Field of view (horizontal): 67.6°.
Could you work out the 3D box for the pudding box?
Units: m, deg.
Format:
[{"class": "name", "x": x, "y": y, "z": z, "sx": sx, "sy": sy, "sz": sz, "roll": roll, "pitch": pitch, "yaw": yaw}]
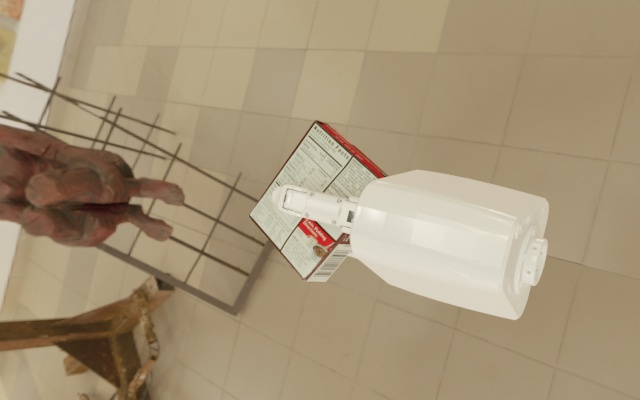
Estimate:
[{"class": "pudding box", "x": 0.000, "y": 0.001, "z": 0.416, "sx": 0.090, "sy": 0.113, "sz": 0.039, "roll": 46, "pitch": 17, "yaw": 28}]
